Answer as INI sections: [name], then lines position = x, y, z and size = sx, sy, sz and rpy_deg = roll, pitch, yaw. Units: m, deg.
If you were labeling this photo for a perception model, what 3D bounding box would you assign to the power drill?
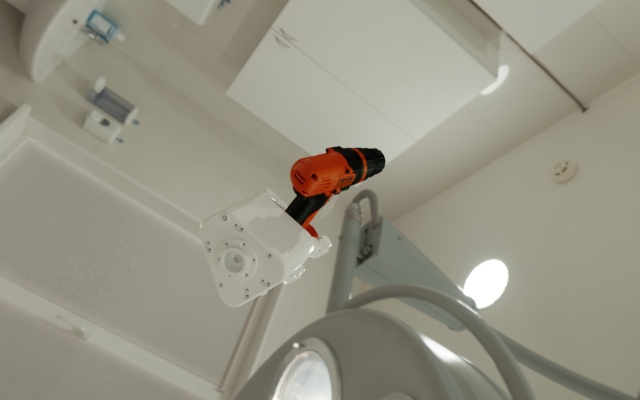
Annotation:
[power drill]
position = 0.000, 0.003, 0.684
size = 0.184, 0.188, 0.057
rpy_deg = -14, 54, -49
